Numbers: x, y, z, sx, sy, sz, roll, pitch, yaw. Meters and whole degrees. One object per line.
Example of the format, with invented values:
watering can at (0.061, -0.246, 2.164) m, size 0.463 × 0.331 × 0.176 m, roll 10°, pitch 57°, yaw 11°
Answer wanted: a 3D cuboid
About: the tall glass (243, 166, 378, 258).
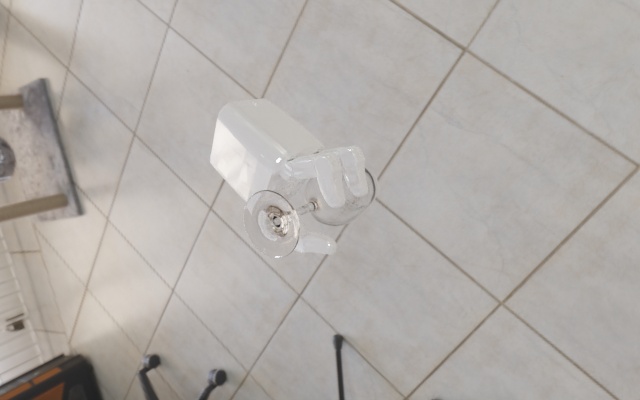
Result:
tall glass at (0.000, 0.002, 0.581) m, size 0.079 × 0.079 × 0.201 m, roll 0°, pitch 13°, yaw 33°
